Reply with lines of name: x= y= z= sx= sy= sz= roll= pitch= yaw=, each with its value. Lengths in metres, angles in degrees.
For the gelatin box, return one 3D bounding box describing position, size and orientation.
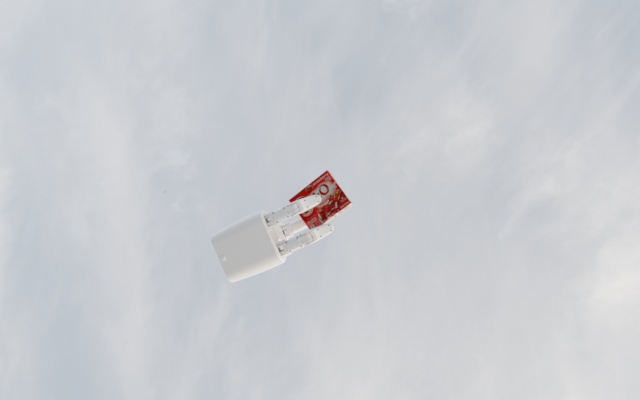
gelatin box: x=0.001 y=0.003 z=0.842 sx=0.089 sy=0.073 sz=0.030 roll=-37 pitch=-11 yaw=6
